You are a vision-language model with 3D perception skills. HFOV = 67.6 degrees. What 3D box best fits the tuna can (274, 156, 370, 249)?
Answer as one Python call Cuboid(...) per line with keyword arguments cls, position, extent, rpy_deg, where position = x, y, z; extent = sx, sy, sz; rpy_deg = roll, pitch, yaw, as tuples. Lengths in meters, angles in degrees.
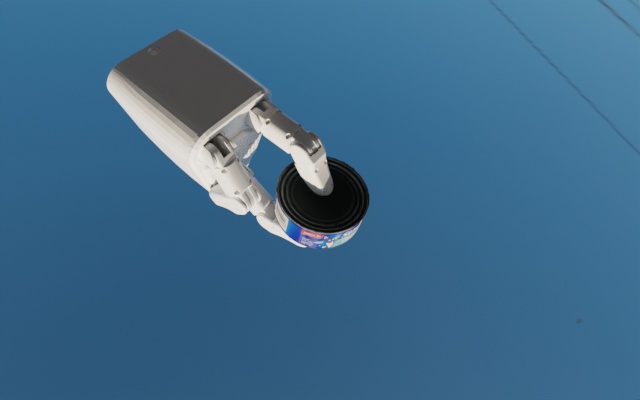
Cuboid(cls="tuna can", position=(0.000, 0.002, 0.445), extent=(0.086, 0.086, 0.034), rpy_deg=(0, -33, -12))
